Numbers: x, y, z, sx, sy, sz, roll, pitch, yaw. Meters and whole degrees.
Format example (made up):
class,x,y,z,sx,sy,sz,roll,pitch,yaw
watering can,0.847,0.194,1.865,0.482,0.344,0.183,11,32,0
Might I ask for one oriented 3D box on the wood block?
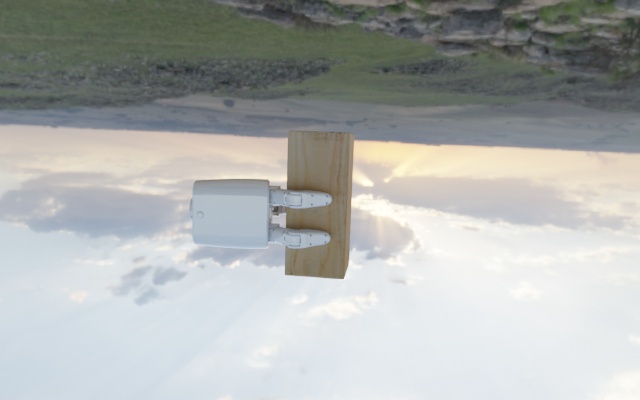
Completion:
class,x,y,z,sx,sy,sz,roll,pitch,yaw
wood block,0.000,0.002,0.710,0.090,0.206,0.091,3,7,7
